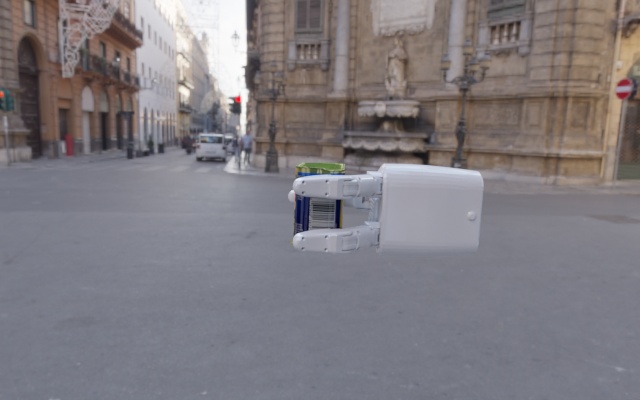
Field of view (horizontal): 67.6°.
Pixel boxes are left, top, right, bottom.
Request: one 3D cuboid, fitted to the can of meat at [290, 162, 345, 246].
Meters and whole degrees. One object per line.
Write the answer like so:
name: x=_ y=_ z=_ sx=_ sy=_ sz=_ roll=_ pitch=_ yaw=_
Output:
can of meat: x=0.000 y=0.001 z=0.530 sx=0.057 sy=0.084 sz=0.102 roll=3 pitch=8 yaw=2
